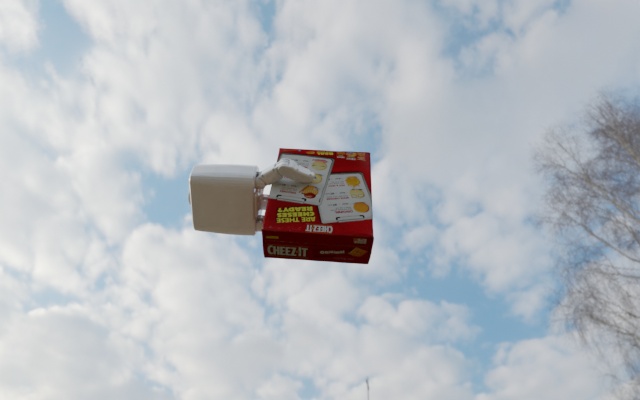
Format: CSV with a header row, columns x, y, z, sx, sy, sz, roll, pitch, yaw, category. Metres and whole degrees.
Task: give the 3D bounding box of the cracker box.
x,y,z,sx,sy,sz,roll,pitch,yaw,category
0.000,0.002,0.782,0.164,0.072,0.213,3,41,1,cracker box
